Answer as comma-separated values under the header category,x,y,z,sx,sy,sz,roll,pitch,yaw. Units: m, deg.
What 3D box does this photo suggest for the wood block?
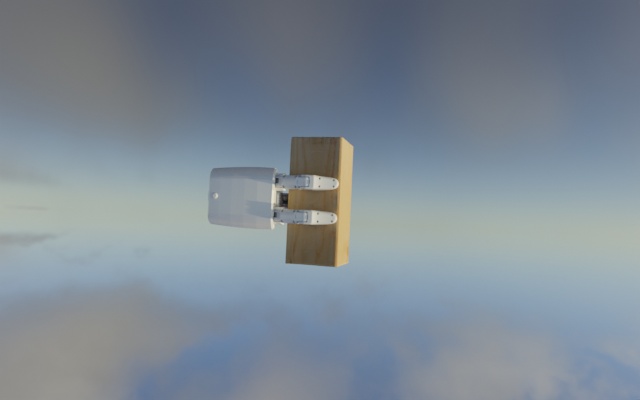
category,x,y,z,sx,sy,sz,roll,pitch,yaw
wood block,0.000,0.003,0.805,0.090,0.206,0.091,2,-2,15
